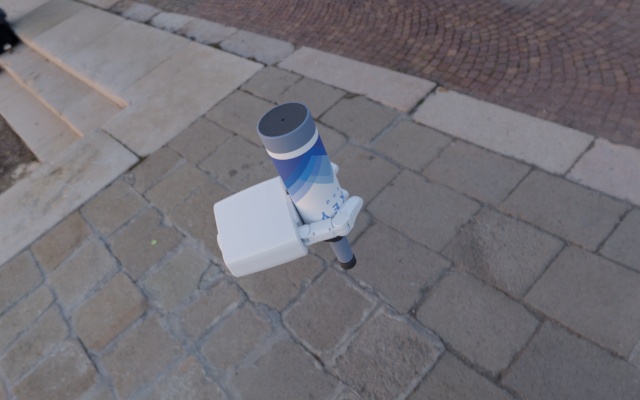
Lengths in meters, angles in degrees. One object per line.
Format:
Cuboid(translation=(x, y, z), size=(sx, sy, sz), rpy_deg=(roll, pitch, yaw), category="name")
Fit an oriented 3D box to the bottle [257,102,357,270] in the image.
Cuboid(translation=(0.000, 0.002, 0.661), size=(0.069, 0.069, 0.296), rpy_deg=(0, -41, 24), category="bottle")
